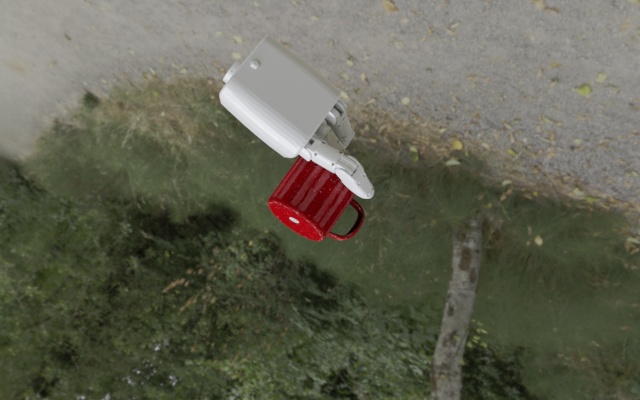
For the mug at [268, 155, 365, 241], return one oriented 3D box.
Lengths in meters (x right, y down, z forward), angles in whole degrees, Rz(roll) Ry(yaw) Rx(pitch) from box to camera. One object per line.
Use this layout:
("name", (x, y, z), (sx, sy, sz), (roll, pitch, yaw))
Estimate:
("mug", (0.001, 0.003, 0.577), (0.117, 0.081, 0.093), (38, -19, -11))
